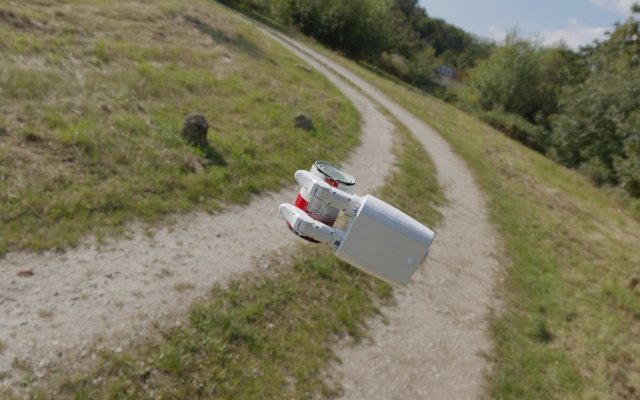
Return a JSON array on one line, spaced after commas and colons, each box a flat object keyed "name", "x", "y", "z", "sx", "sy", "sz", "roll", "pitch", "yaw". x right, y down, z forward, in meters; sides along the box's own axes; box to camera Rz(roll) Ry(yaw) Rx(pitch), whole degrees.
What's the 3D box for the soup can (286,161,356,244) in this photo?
[{"name": "soup can", "x": 0.000, "y": 0.002, "z": 0.697, "sx": 0.068, "sy": 0.102, "sz": 0.068, "roll": 24, "pitch": 19, "yaw": -9}]
